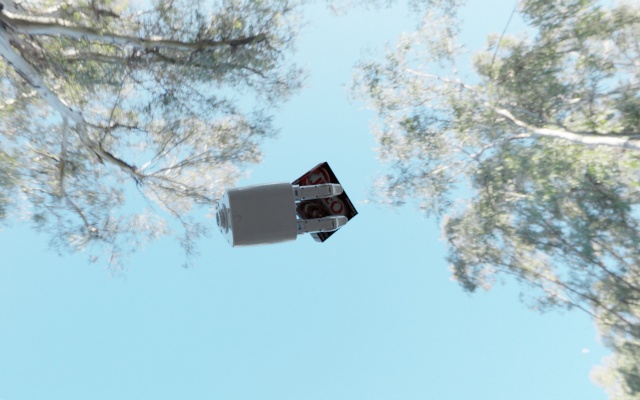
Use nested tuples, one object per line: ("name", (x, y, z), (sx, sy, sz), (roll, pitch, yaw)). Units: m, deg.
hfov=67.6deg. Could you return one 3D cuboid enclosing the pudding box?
("pudding box", (0.000, 0.003, 0.827), (0.090, 0.113, 0.039), (-37, 15, -23))
